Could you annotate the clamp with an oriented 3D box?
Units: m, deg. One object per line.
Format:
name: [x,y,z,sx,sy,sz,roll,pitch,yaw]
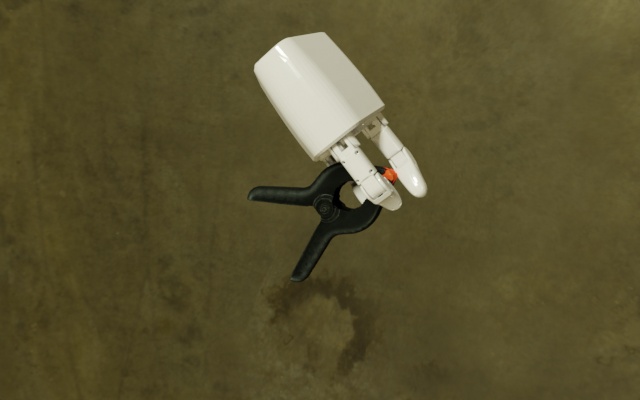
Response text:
clamp: [0.000,0.002,0.529,0.171,0.120,0.039,-38,2,17]
